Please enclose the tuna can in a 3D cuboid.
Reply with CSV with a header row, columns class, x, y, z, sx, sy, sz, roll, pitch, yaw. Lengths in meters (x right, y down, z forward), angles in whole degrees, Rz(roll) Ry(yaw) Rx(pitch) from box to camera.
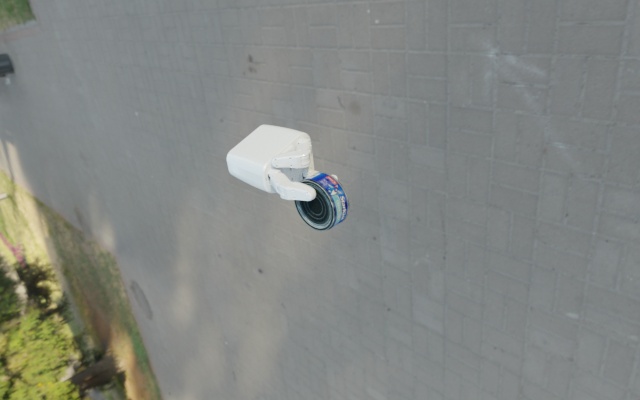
class,x,y,z,sx,sy,sz,roll,pitch,yaw
tuna can,0.000,0.003,0.723,0.086,0.086,0.033,0,22,46
